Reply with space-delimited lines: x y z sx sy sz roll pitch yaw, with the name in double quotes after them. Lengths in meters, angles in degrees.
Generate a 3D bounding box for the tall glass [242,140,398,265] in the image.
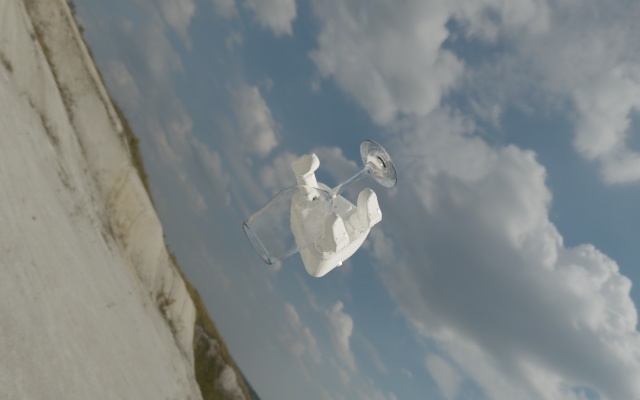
0.001 0.002 0.615 0.201 0.079 0.079 -33 12 -19 "tall glass"
